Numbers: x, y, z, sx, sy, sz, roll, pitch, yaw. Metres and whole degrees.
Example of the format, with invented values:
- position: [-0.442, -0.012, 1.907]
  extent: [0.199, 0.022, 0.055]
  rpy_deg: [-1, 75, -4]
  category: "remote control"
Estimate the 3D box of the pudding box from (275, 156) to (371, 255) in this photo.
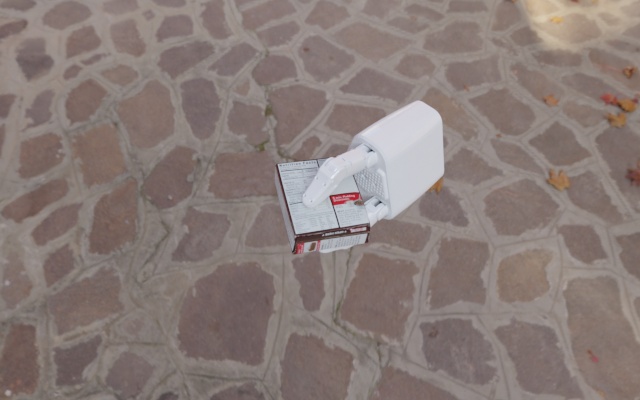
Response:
- position: [0.000, 0.002, 0.553]
  extent: [0.090, 0.113, 0.039]
  rpy_deg: [-8, -40, -11]
  category: "pudding box"
